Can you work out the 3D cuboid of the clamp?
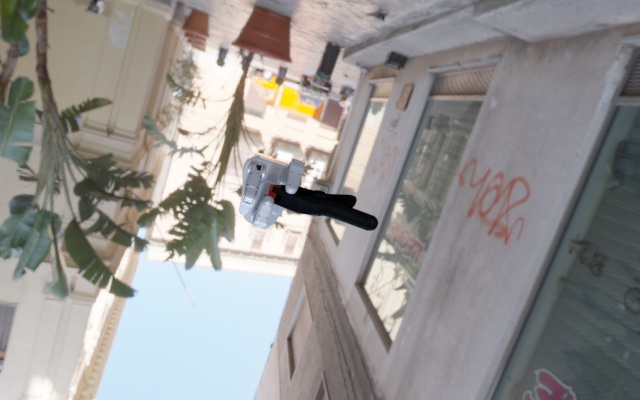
[{"bbox_3d":[0.000,0.003,0.758,0.171,0.039,0.120,17,9,-10],"label":"clamp"}]
